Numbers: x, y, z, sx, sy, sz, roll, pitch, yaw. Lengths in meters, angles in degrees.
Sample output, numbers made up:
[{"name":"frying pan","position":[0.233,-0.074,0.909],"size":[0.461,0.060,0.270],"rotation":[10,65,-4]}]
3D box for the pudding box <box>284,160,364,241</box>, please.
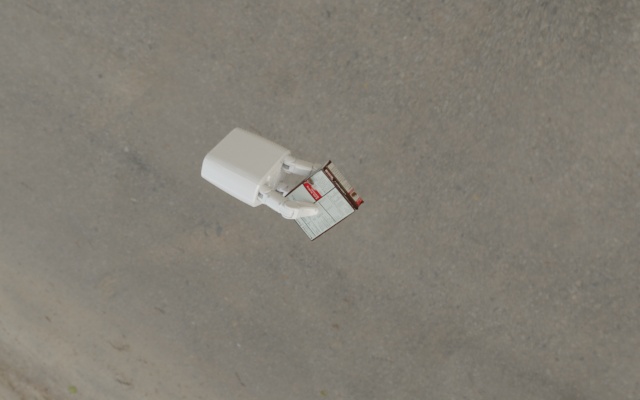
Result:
[{"name":"pudding box","position":[0.000,0.003,0.781],"size":[0.113,0.090,0.039],"rotation":[-36,6,36]}]
